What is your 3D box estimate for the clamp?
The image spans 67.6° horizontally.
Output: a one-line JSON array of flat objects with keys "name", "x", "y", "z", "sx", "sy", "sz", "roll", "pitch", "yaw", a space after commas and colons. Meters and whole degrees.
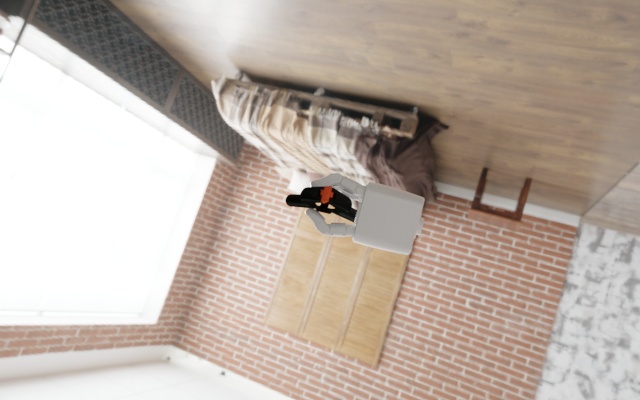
[{"name": "clamp", "x": 0.000, "y": 0.004, "z": 0.889, "sx": 0.164, "sy": 0.036, "sz": 0.210, "roll": 12, "pitch": -9, "yaw": 8}]
